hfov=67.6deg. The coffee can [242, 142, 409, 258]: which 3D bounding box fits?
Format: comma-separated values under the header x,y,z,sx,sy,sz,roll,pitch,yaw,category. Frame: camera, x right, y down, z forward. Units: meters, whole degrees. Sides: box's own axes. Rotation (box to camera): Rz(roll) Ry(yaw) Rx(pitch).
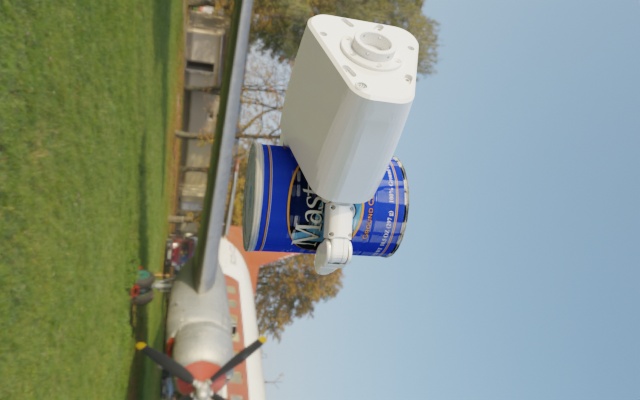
x,y,z,sx,sy,sz,roll,pitch,yaw,category
0.000,0.002,0.463,0.140,0.103,0.103,4,-1,-14,coffee can
